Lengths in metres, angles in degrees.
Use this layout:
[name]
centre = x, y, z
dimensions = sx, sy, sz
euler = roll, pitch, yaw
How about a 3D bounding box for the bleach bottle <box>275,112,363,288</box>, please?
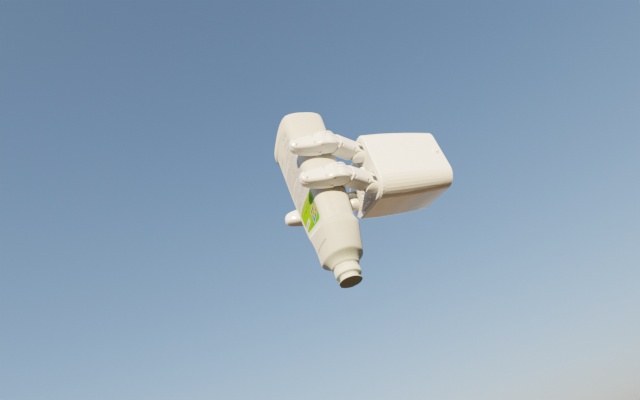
[bleach bottle]
centre = 0.000, 0.002, 0.622
dimensions = 0.068, 0.250, 0.103
euler = -6, -38, -17
